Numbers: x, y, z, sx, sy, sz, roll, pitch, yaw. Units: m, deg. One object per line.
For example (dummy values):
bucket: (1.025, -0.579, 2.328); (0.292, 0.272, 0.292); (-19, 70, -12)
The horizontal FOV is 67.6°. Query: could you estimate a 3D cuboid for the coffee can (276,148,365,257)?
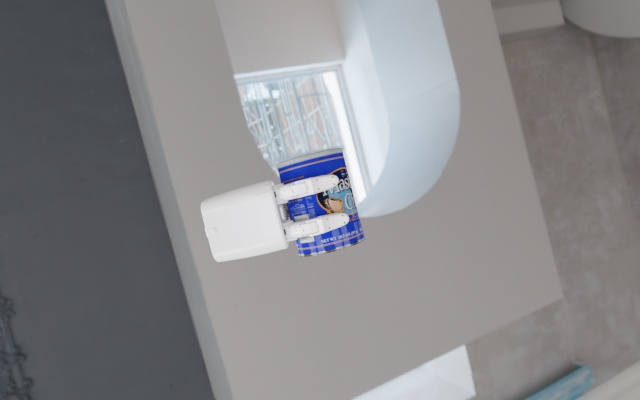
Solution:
coffee can: (0.000, 0.002, 0.712); (0.103, 0.140, 0.103); (-14, 2, 0)
